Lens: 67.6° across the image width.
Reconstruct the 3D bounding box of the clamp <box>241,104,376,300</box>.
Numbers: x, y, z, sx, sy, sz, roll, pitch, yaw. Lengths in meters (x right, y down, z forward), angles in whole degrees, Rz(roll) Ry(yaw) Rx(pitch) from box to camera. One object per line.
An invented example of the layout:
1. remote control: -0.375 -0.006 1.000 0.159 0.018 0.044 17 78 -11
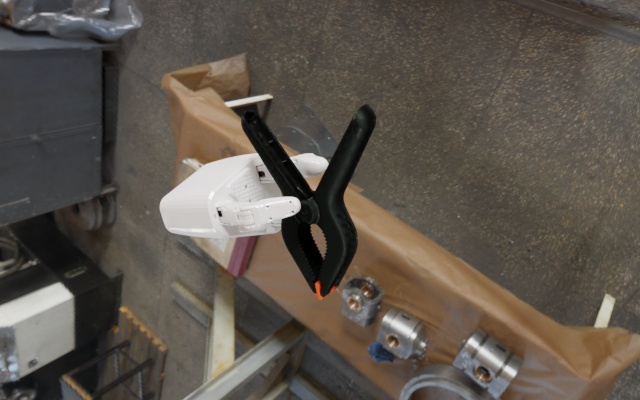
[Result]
1. clamp: -0.001 0.002 0.484 0.164 0.210 0.036 -2 16 42
